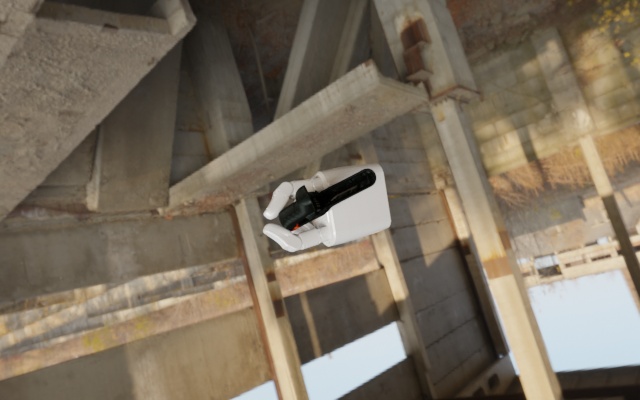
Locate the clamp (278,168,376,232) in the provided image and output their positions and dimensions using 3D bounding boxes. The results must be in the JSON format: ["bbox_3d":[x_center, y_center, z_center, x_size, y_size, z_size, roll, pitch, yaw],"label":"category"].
[{"bbox_3d":[0.000,0.003,0.658,0.120,0.039,0.171,-12,-11,-24],"label":"clamp"}]
